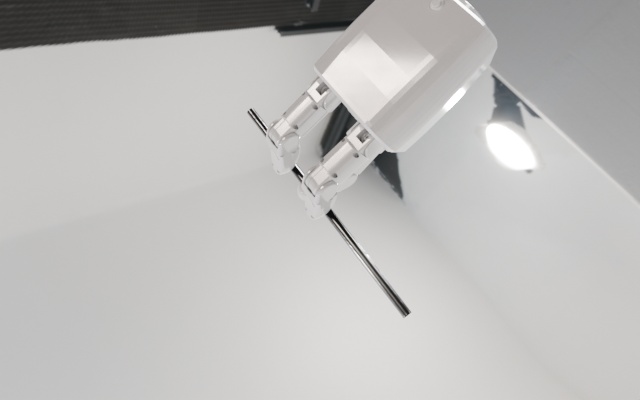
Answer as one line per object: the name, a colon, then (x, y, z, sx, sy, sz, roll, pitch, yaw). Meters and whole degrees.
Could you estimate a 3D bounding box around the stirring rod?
stirring rod: (0.000, 0.001, 0.418, 0.011, 0.239, 0.011, -31, -23, -15)
